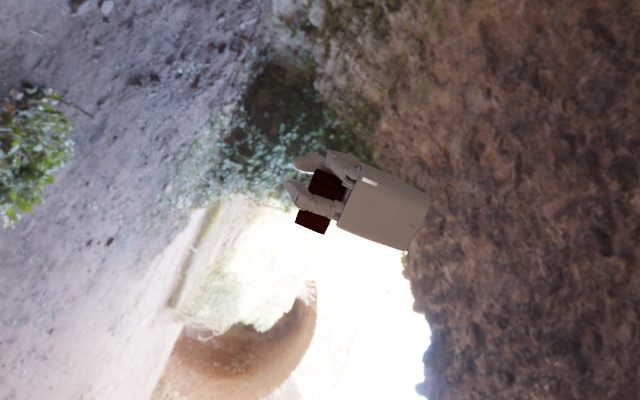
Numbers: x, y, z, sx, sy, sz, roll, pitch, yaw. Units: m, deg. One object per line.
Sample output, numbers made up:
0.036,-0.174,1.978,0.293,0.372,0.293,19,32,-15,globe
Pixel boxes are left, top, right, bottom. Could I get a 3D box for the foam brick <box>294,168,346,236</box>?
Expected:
0.000,0.002,0.706,0.051,0.078,0.053,23,24,-3,foam brick
